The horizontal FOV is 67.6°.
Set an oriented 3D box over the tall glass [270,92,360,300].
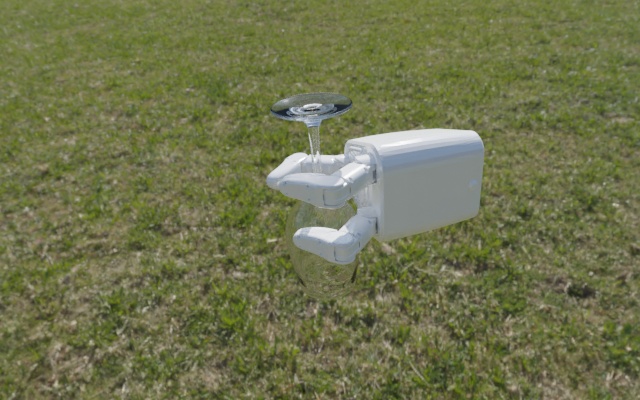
[{"bbox_3d":[0.000,0.001,0.473,0.079,0.201,0.079,-4,29,2],"label":"tall glass"}]
